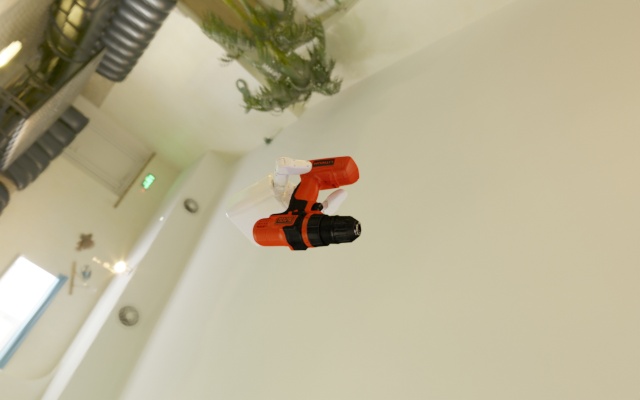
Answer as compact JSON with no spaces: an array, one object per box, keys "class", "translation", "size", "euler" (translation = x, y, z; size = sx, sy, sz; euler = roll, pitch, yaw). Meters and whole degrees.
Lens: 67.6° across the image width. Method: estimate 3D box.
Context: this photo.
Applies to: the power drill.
[{"class":"power drill","translation":[0.000,0.002,0.771],"size":[0.184,0.057,0.187],"euler":[-3,37,29]}]
